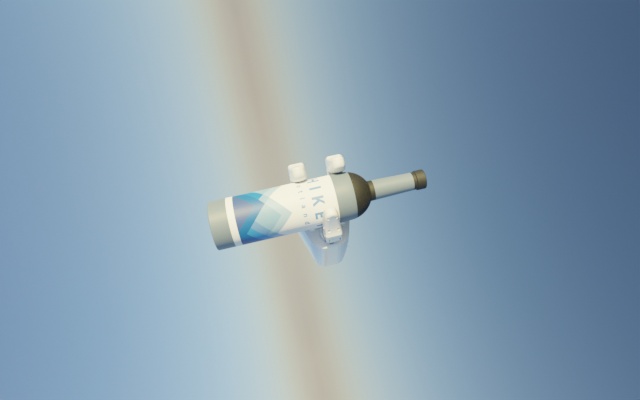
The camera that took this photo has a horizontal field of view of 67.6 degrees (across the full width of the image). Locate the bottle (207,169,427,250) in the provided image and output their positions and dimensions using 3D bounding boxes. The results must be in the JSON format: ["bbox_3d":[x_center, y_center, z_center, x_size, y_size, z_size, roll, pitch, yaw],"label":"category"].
[{"bbox_3d":[0.000,0.002,0.649,0.296,0.069,0.069,-13,1,-5],"label":"bottle"}]
